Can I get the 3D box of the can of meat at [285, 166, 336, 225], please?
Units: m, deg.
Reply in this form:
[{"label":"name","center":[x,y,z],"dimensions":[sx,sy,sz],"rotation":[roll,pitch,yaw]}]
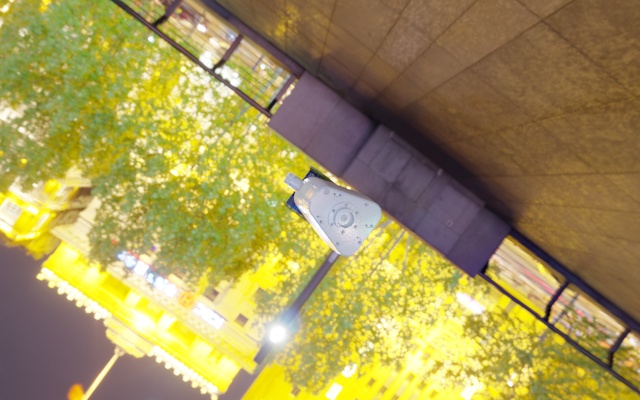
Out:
[{"label":"can of meat","center":[0.000,0.003,0.843],"dimensions":[0.102,0.084,0.057],"rotation":[36,-1,-18]}]
